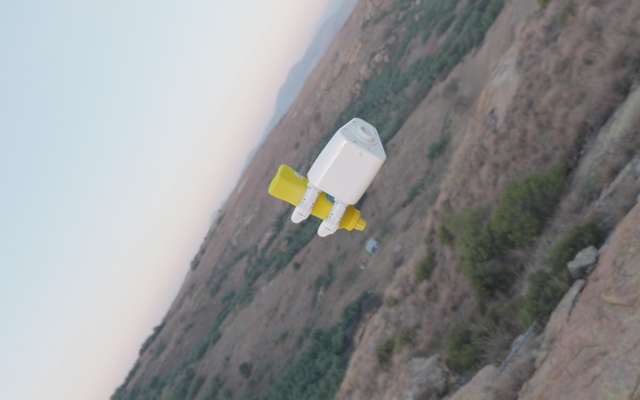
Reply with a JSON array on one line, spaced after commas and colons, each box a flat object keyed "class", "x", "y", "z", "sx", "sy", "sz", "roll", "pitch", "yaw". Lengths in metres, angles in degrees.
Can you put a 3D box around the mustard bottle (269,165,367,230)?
[{"class": "mustard bottle", "x": 0.000, "y": 0.003, "z": 0.885, "sx": 0.191, "sy": 0.058, "sz": 0.096, "roll": 28, "pitch": 9, "yaw": -9}]
